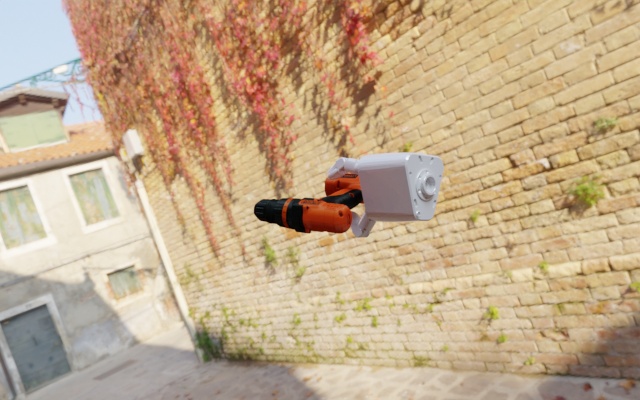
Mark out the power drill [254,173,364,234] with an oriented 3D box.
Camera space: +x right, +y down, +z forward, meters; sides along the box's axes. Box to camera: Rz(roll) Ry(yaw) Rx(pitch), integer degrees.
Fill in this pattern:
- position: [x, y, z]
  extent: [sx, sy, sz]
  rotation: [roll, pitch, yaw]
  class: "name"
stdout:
- position: [0.001, 0.003, 0.845]
  extent: [0.184, 0.057, 0.187]
  rotation: [8, 24, 30]
  class: "power drill"
